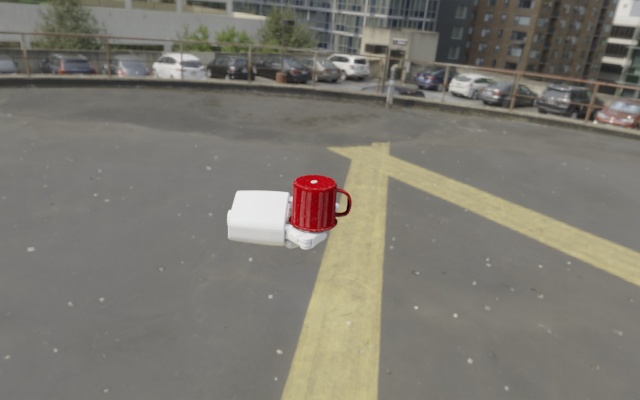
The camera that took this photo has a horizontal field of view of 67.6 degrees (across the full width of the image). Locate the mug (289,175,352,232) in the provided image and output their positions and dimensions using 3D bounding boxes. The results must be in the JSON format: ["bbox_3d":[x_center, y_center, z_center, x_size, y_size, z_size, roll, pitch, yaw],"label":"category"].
[{"bbox_3d":[0.002,0.003,0.892,0.117,0.081,0.093,3,22,0],"label":"mug"}]
